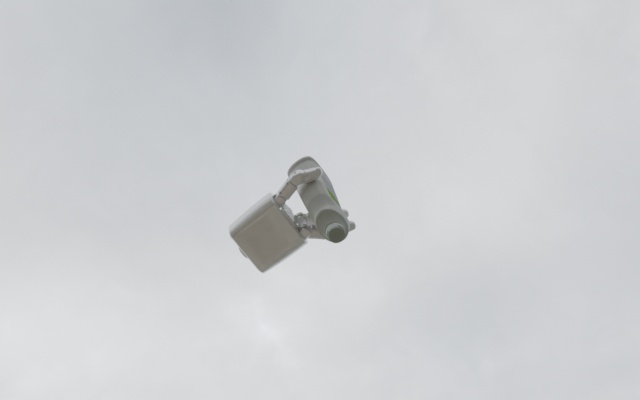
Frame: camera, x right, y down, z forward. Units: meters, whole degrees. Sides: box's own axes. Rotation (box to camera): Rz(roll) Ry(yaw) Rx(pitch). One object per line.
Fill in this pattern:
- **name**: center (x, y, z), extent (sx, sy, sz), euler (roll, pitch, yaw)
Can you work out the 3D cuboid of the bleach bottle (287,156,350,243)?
- **bleach bottle**: center (0.000, 0.003, 0.880), extent (0.068, 0.103, 0.250), euler (-37, 24, 6)
